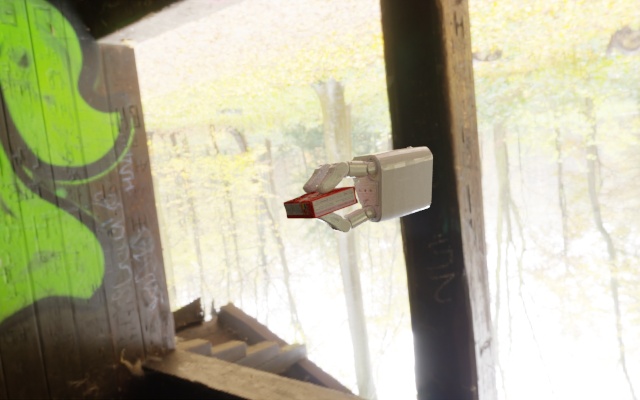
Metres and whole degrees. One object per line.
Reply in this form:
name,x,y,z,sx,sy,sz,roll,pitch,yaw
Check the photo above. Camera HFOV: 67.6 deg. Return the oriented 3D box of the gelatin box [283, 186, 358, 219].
gelatin box,0.000,0.003,0.725,0.089,0.030,0.073,-20,11,-36
